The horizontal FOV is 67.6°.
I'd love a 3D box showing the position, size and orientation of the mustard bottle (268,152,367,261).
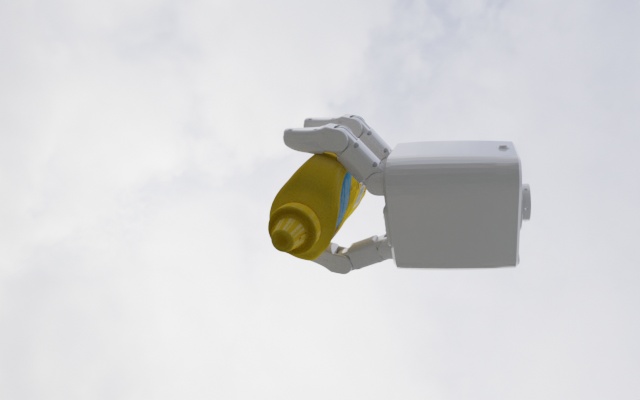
[{"bbox_3d":[0.000,0.001,0.437,0.058,0.096,0.191,22,23,9],"label":"mustard bottle"}]
